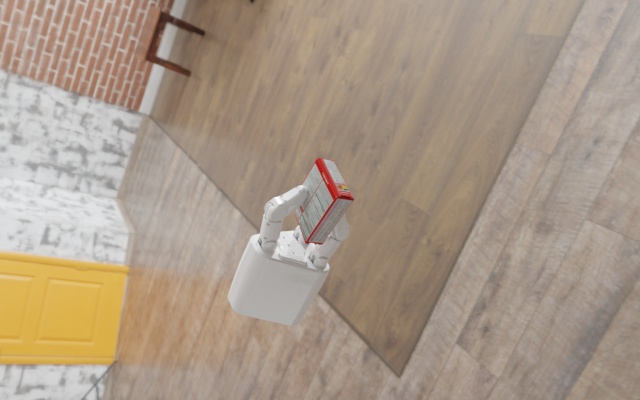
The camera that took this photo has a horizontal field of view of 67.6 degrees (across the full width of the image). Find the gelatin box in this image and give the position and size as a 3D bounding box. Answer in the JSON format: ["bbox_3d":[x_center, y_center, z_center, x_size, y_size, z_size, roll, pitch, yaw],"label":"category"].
[{"bbox_3d":[0.000,0.002,0.618,0.030,0.073,0.089,7,-49,-32],"label":"gelatin box"}]
